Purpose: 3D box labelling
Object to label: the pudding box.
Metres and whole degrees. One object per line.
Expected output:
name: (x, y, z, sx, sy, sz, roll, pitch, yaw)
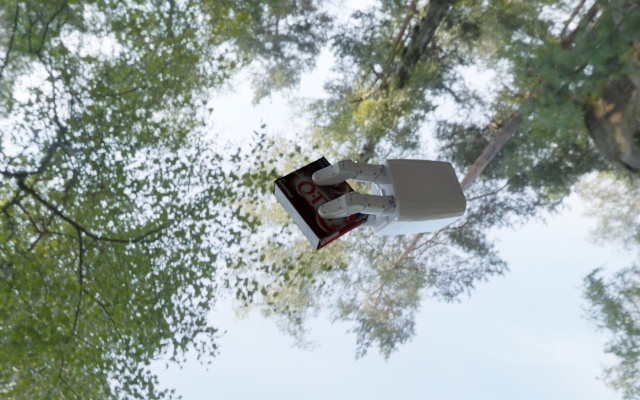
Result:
pudding box: (0.000, 0.002, 0.668, 0.090, 0.113, 0.039, -28, -26, -27)
